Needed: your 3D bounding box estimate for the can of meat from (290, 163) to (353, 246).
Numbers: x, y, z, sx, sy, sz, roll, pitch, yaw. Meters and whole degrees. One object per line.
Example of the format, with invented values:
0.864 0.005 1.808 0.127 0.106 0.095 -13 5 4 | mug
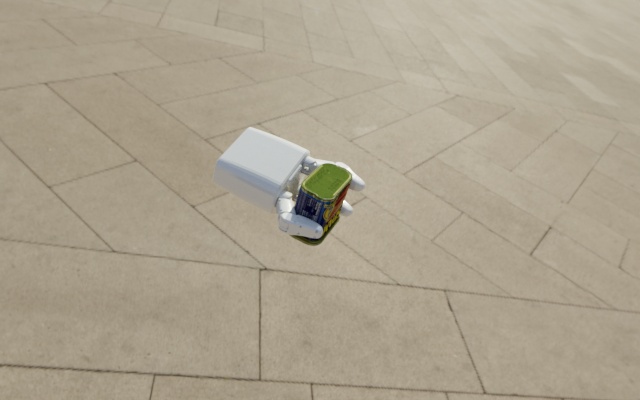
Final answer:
0.000 0.002 0.695 0.057 0.084 0.102 26 36 12 | can of meat
